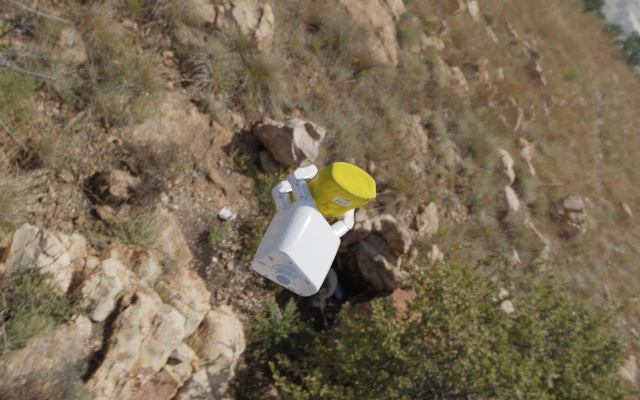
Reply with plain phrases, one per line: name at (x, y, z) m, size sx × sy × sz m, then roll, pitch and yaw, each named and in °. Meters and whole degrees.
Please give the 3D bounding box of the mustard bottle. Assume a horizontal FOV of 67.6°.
mustard bottle at (0.000, 0.002, 0.829) m, size 0.096 × 0.058 × 0.192 m, roll 19°, pitch -33°, yaw -31°
